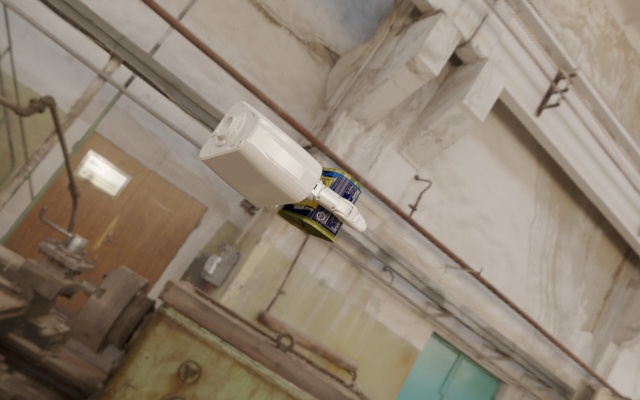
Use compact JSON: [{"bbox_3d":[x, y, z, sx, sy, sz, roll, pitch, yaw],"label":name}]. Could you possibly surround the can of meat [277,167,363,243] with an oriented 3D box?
[{"bbox_3d":[0.000,0.002,0.656,0.057,0.084,0.102,39,-13,-30],"label":"can of meat"}]
